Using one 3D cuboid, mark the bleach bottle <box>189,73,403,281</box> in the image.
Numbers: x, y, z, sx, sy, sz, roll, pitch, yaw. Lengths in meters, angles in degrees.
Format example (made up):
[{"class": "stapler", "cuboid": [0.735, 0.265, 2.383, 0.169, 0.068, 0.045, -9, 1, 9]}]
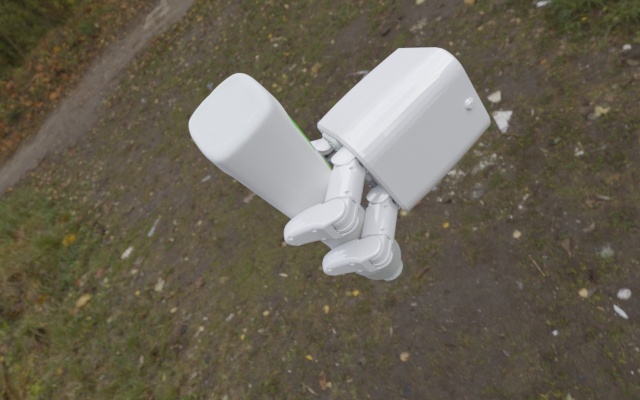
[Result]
[{"class": "bleach bottle", "cuboid": [0.000, 0.001, 0.434, 0.251, 0.068, 0.102, 43, 2, -39]}]
